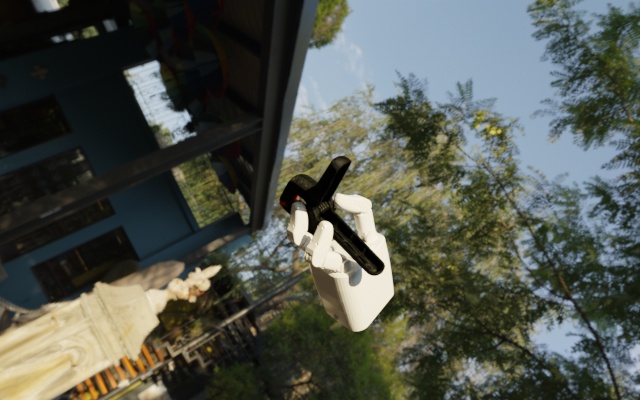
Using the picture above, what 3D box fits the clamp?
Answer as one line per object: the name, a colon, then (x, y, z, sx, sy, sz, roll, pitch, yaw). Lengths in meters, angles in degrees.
clamp: (0.000, 0.002, 0.657, 0.036, 0.165, 0.210, -29, 29, -26)
